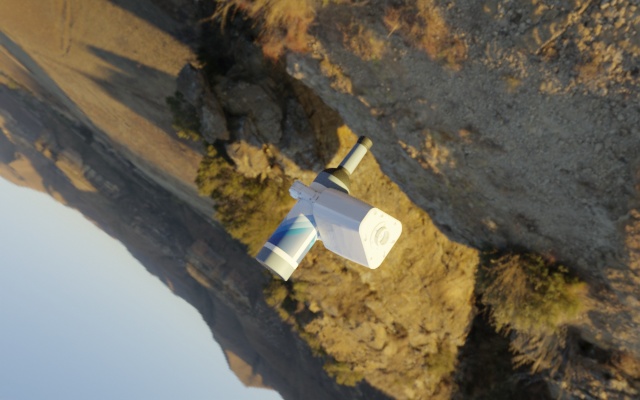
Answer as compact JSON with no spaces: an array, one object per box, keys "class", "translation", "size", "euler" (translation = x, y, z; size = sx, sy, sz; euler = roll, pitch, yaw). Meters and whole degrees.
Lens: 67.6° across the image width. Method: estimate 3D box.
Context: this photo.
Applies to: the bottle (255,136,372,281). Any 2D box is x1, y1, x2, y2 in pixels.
[{"class":"bottle","translation":[0.000,0.003,0.848],"size":[0.069,0.295,0.069],"euler":[34,-15,10]}]
